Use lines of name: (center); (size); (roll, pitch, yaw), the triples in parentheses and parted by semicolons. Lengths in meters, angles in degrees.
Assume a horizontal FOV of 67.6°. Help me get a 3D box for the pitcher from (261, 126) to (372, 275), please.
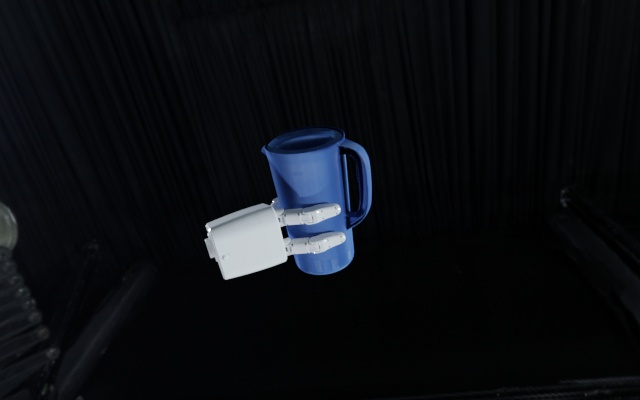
pitcher: (0.000, 0.003, 0.819); (0.145, 0.243, 0.149); (-18, 26, -16)
